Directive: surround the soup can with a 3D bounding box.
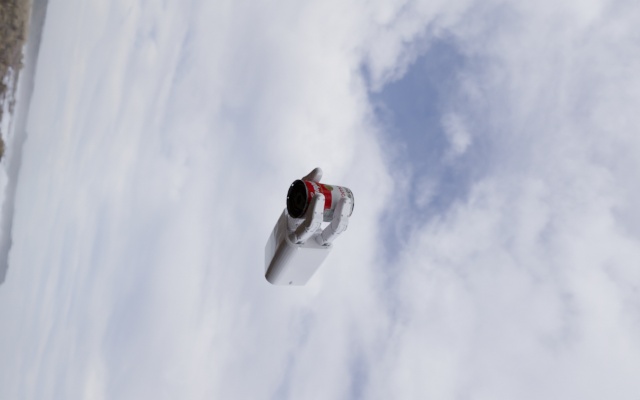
[{"bbox_3d":[0.001,0.002,0.841,0.102,0.068,0.068,8,-4,-33],"label":"soup can"}]
